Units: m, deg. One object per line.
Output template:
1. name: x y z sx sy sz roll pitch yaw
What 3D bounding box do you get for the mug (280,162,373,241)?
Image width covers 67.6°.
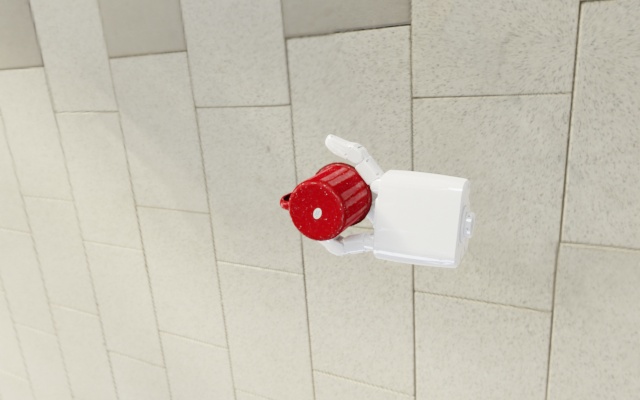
1. mug: -0.001 0.002 0.633 0.117 0.093 0.081 6 19 25
